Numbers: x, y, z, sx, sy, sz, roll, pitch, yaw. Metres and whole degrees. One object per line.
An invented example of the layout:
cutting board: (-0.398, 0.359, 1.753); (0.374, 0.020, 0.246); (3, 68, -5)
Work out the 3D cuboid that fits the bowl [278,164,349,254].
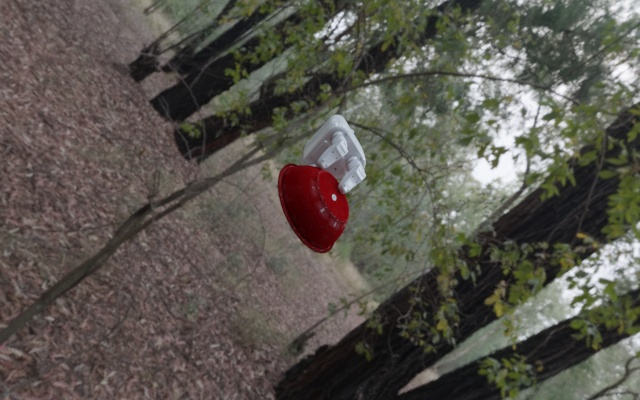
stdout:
bowl: (0.000, 0.003, 0.786); (0.055, 0.162, 0.162); (-25, -11, 26)
